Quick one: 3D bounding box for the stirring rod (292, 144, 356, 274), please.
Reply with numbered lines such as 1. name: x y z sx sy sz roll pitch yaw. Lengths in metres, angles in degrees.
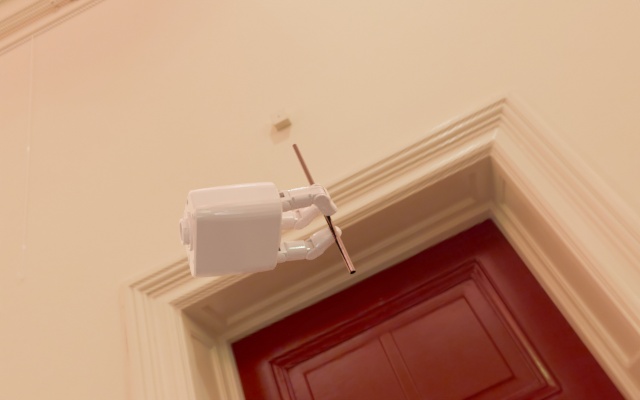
1. stirring rod: 0.000 0.002 0.664 0.011 0.239 0.011 -15 -38 -12
